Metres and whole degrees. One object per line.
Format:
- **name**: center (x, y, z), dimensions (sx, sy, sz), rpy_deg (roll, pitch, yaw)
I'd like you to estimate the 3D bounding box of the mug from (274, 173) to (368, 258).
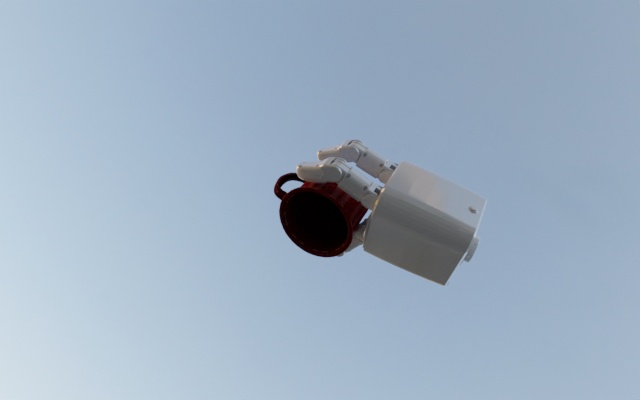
- **mug**: center (-0.001, 0.001, 0.573), dimensions (0.117, 0.093, 0.081), rpy_deg (27, 39, 12)
